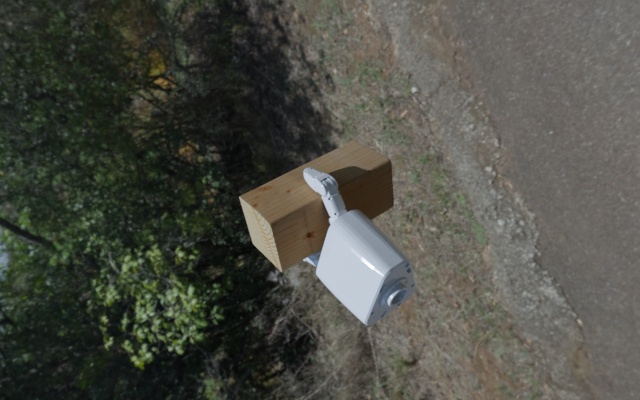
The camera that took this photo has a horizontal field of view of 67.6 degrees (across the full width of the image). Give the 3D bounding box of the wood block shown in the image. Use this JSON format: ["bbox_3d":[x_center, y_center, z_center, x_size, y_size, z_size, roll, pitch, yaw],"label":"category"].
[{"bbox_3d":[0.000,0.002,0.701,0.206,0.091,0.090,-28,40,-24],"label":"wood block"}]
